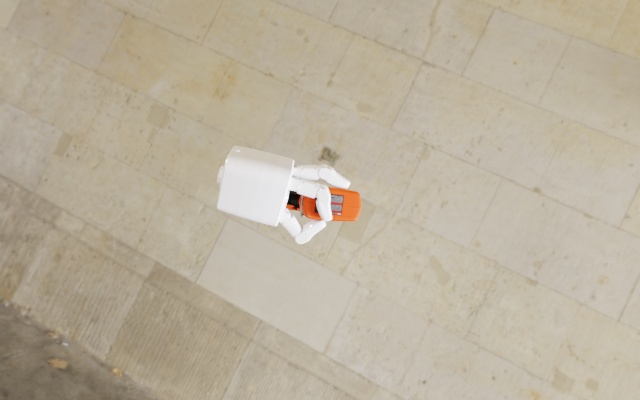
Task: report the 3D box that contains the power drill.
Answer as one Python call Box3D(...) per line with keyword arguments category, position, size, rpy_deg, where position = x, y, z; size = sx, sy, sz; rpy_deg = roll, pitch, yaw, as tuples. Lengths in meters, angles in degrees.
Box3D(category="power drill", position=(0.000, 0.003, 0.890), size=(0.184, 0.057, 0.187), rpy_deg=(4, 1, -23))
